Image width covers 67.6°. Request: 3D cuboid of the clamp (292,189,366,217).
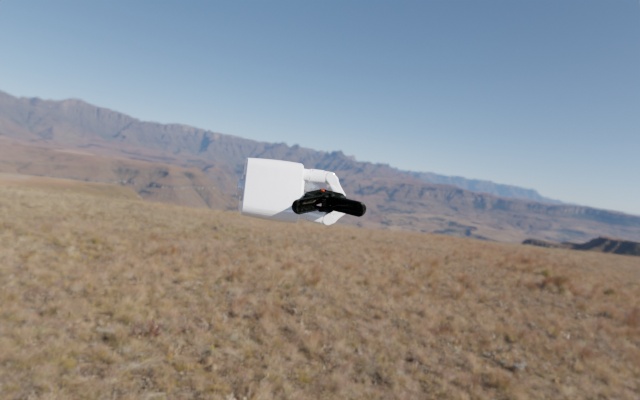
[{"bbox_3d":[0.000,0.002,0.838,0.120,0.039,0.171,7,4,-13],"label":"clamp"}]
